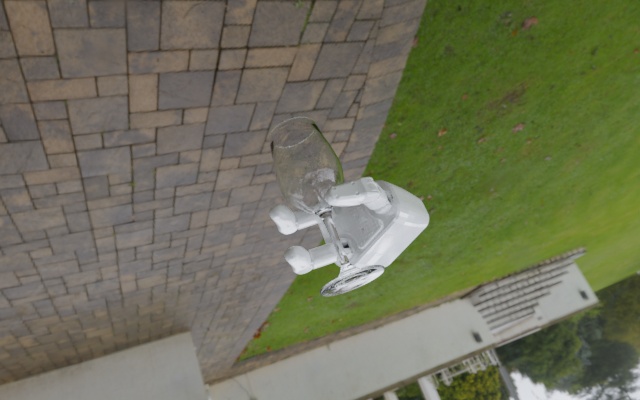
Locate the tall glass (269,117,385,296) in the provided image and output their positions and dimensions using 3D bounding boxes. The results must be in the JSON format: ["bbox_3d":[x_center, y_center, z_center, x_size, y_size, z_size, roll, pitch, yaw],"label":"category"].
[{"bbox_3d":[0.000,0.002,0.546,0.079,0.201,0.079,-19,-23,-8],"label":"tall glass"}]
